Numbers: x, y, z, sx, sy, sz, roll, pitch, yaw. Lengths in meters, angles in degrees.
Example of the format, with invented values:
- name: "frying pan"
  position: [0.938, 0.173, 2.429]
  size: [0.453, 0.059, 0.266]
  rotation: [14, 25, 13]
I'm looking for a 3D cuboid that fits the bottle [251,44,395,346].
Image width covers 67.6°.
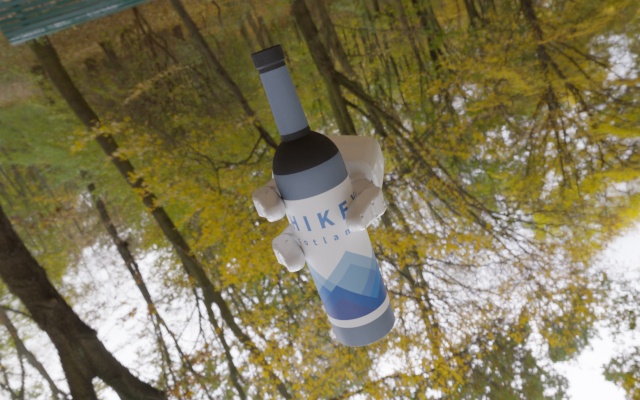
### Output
- name: "bottle"
  position: [0.000, 0.002, 0.456]
  size: [0.069, 0.296, 0.069]
  rotation: [-18, 20, 6]
